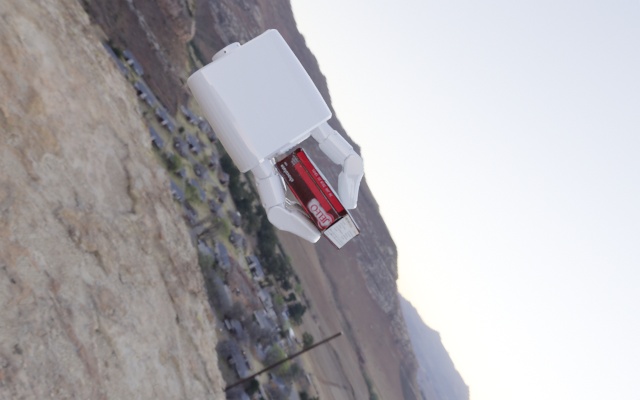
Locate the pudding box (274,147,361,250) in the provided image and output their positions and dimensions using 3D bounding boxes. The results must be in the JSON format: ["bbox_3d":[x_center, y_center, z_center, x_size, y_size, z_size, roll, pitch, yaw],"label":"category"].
[{"bbox_3d":[0.000,0.002,0.522,0.039,0.090,0.113,-35,-18,3],"label":"pudding box"}]
